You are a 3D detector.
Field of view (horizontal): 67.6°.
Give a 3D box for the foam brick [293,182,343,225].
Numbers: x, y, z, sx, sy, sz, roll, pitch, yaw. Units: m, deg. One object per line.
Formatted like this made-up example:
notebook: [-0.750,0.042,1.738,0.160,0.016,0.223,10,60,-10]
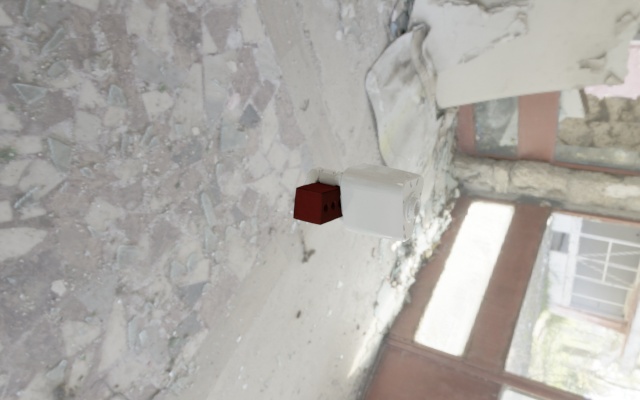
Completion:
foam brick: [0.000,0.003,0.769,0.051,0.053,0.078,14,18,30]
